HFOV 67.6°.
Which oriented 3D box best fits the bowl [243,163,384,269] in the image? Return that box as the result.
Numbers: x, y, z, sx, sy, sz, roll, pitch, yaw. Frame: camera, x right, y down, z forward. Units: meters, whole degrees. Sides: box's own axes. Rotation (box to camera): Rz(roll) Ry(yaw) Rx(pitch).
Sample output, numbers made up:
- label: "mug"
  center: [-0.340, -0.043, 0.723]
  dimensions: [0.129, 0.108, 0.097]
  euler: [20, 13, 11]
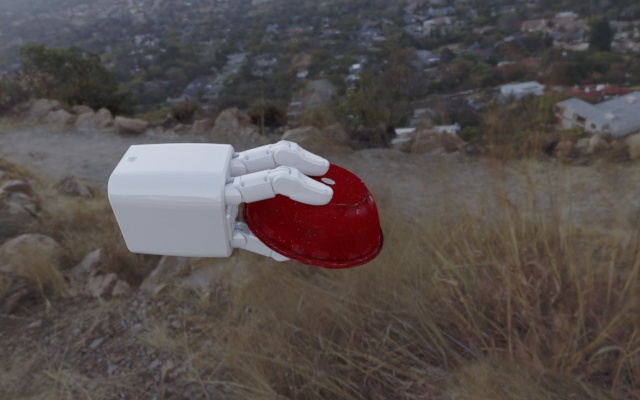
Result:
- label: "bowl"
  center: [0.001, 0.001, 0.521]
  dimensions: [0.162, 0.055, 0.162]
  euler: [13, 30, -8]
